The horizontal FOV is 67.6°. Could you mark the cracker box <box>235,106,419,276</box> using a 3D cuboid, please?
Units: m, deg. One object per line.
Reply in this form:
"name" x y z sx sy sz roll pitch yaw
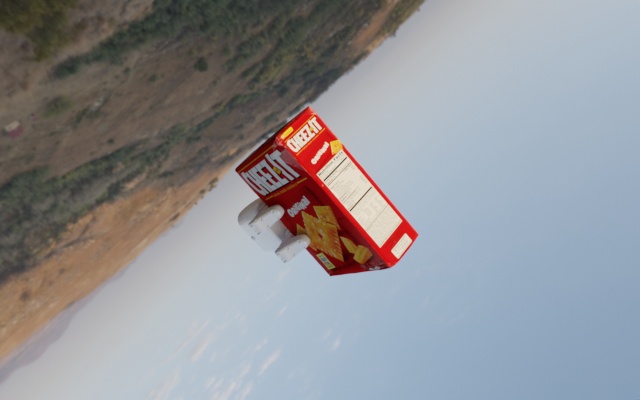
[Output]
"cracker box" 0.000 0.002 0.634 0.072 0.214 0.164 -47 12 -27
